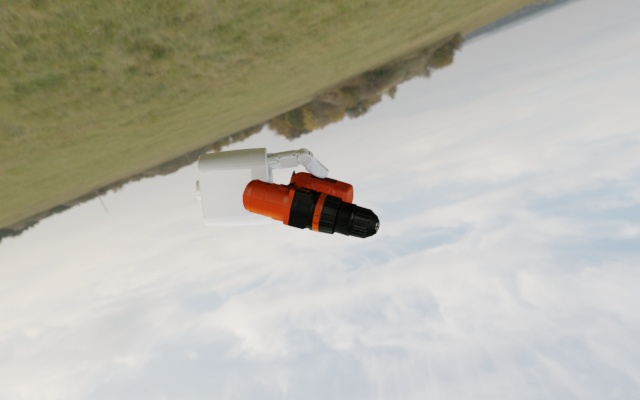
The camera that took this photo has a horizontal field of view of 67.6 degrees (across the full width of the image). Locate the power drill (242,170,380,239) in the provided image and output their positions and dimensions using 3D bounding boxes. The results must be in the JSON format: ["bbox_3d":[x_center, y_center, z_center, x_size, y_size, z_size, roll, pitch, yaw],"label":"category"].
[{"bbox_3d":[0.000,0.002,0.691,0.184,0.057,0.187,15,9,9],"label":"power drill"}]
